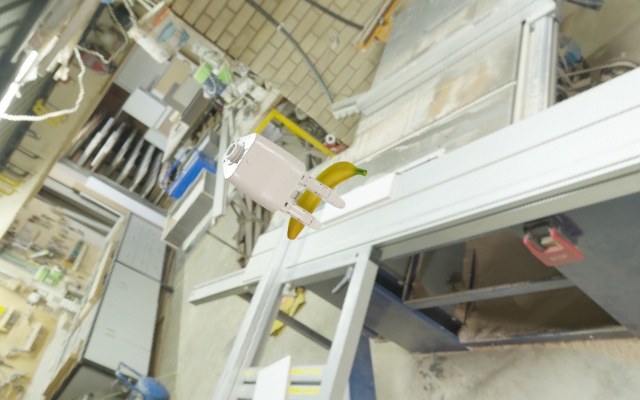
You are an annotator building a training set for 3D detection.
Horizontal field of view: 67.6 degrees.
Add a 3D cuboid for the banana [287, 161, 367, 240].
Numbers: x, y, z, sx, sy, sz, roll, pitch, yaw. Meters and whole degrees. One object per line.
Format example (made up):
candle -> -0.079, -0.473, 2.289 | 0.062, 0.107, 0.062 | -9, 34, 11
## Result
banana -> -0.002, -0.010, 0.886 | 0.037, 0.198, 0.069 | 34, 22, -33
